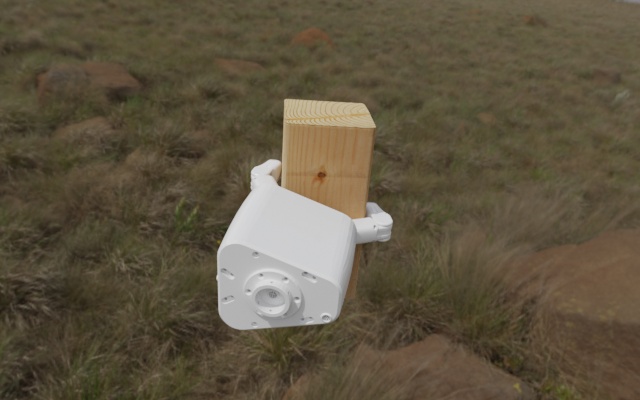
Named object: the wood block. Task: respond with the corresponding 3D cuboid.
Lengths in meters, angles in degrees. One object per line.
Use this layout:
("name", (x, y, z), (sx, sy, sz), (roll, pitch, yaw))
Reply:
("wood block", (0.000, 0.002, 0.534), (0.091, 0.206, 0.090), (2, 27, -5))
